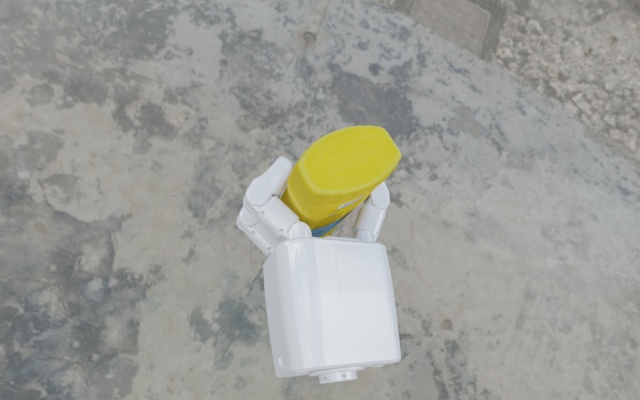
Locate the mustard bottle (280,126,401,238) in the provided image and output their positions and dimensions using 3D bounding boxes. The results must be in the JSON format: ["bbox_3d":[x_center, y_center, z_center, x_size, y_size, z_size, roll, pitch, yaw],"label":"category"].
[{"bbox_3d":[0.000,0.001,0.472,0.096,0.058,0.192,-27,-13,-26],"label":"mustard bottle"}]
